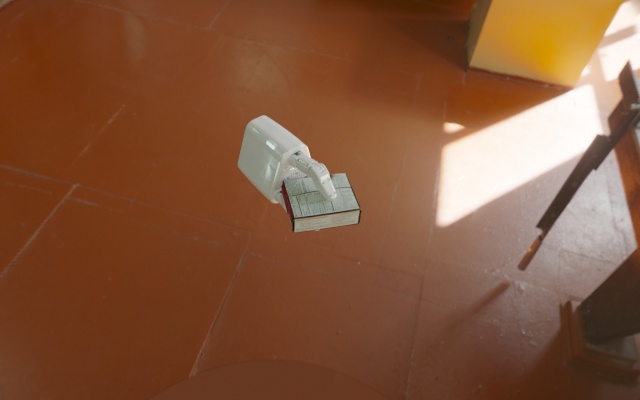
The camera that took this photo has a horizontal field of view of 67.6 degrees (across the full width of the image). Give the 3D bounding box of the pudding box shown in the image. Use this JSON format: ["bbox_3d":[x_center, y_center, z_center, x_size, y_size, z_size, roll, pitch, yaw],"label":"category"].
[{"bbox_3d":[0.000,0.002,0.770,0.113,0.090,0.039,-8,-42,-11],"label":"pudding box"}]
